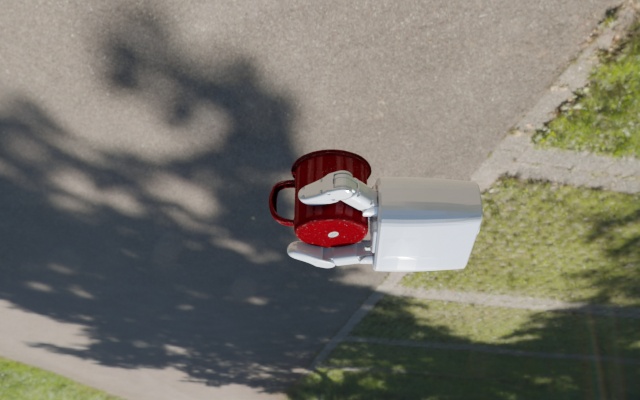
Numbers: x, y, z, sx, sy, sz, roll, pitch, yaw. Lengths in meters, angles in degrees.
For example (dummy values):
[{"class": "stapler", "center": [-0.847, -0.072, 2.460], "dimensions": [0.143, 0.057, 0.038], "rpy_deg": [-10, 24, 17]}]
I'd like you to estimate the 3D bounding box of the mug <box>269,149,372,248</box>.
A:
[{"class": "mug", "center": [-0.001, 0.002, 0.535], "dimensions": [0.117, 0.081, 0.093], "rpy_deg": [0, -27, 2]}]
